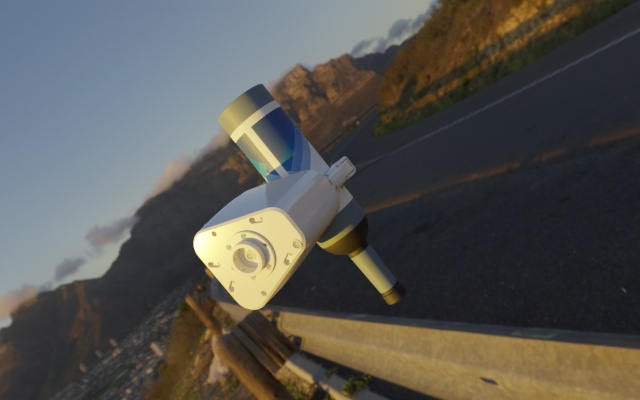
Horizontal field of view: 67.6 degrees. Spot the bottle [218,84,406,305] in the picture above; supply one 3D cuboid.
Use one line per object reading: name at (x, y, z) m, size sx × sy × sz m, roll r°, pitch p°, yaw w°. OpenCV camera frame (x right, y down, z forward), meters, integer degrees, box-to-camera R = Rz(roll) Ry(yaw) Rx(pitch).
bottle at (0.000, 0.002, 0.558) m, size 0.069 × 0.296 × 0.069 m, roll -38°, pitch 5°, yaw 4°
